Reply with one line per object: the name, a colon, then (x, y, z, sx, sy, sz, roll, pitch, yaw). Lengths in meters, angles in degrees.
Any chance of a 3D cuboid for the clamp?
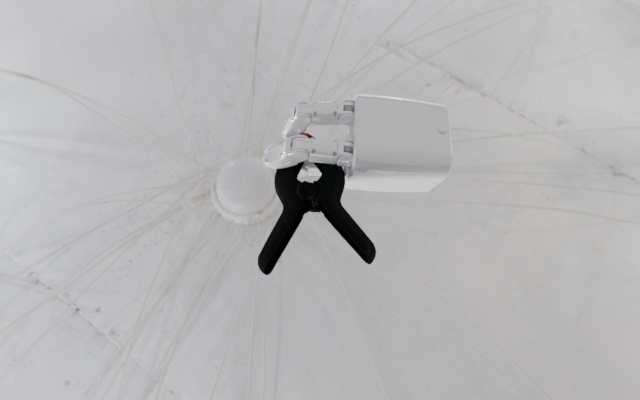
clamp: (0.000, 0.002, 0.521, 0.120, 0.171, 0.039, 4, -27, -1)
